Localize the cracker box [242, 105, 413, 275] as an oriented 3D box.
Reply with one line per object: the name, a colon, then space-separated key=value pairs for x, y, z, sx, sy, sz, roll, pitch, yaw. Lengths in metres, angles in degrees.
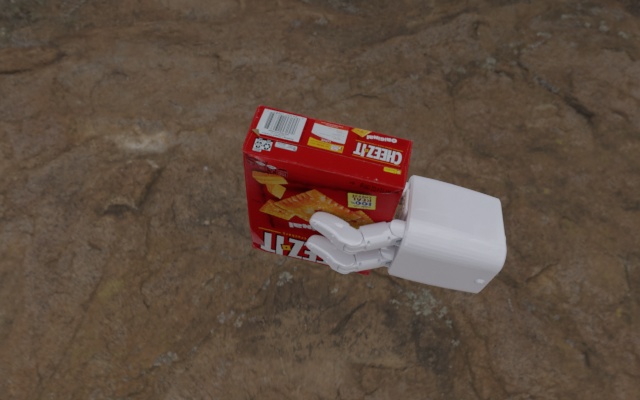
cracker box: x=0.000 y=0.002 z=0.555 sx=0.164 sy=0.072 sz=0.214 roll=14 pitch=-32 yaw=3
